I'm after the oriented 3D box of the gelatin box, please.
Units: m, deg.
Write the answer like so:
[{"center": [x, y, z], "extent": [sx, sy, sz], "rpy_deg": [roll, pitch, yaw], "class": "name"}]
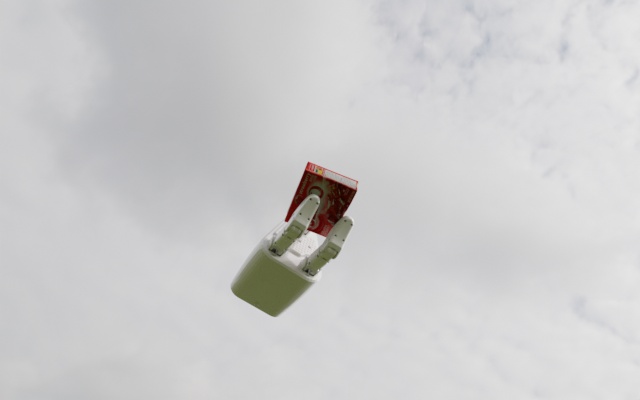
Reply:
[{"center": [0.000, 0.002, 0.636], "extent": [0.073, 0.089, 0.030], "rpy_deg": [22, 31, -5], "class": "gelatin box"}]
